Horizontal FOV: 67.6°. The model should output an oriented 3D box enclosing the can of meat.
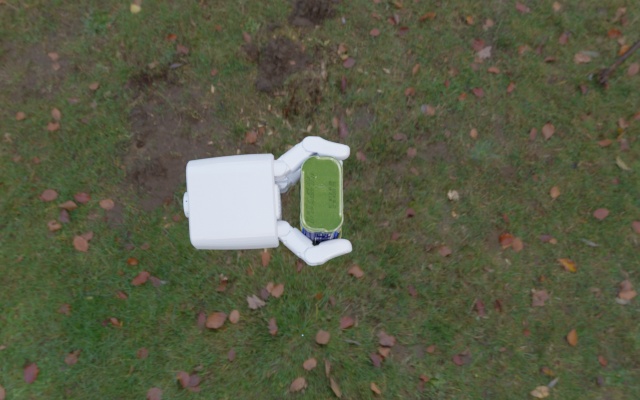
[{"bbox_3d":[0.000,0.002,0.607,0.057,0.102,0.084,0,-16,-2],"label":"can of meat"}]
